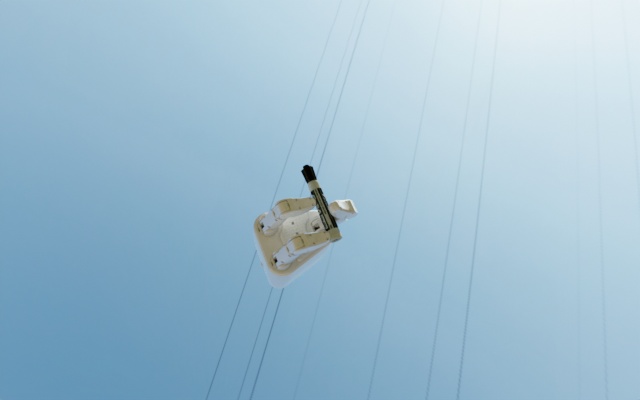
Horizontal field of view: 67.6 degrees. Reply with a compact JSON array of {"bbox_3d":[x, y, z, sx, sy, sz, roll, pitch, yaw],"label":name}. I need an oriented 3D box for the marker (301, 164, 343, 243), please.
[{"bbox_3d":[0.000,0.002,0.678,0.020,0.121,0.020,-20,-19,-7],"label":"marker"}]
